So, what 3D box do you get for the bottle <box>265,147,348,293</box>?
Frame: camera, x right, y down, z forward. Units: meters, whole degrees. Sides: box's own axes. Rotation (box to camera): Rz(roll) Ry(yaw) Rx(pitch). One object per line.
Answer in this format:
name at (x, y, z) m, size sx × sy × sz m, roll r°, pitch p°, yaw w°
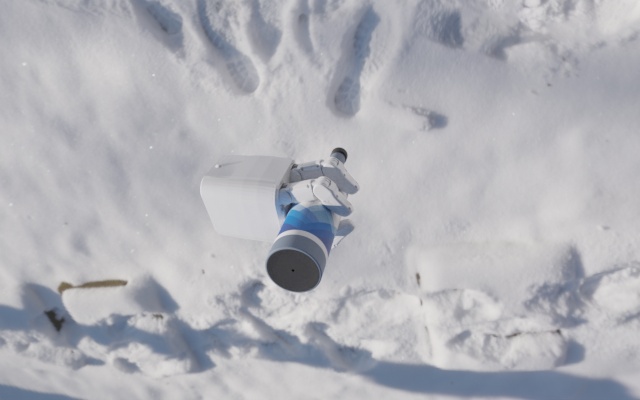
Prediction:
bottle at (0.000, 0.002, 0.656) m, size 0.069 × 0.069 × 0.295 m, roll 0°, pitch 32°, yaw 14°
